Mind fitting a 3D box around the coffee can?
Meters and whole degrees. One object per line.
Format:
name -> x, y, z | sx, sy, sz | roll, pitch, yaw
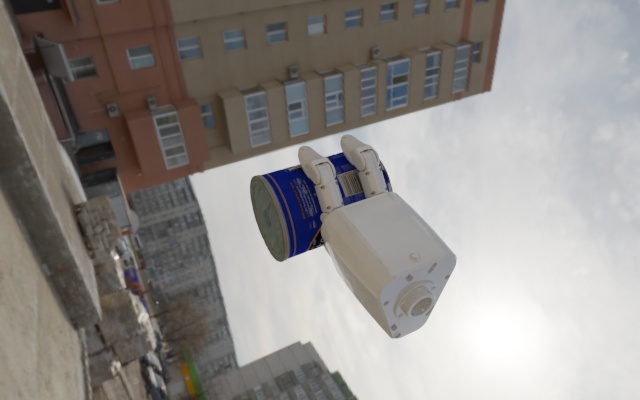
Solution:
coffee can -> 0.000, 0.002, 0.566 | 0.140, 0.103, 0.103 | -18, 6, -21
